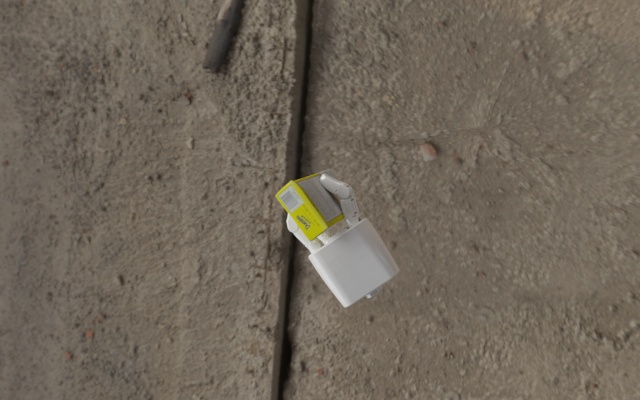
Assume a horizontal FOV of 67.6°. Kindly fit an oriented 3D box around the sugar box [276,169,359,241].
[{"bbox_3d":[0.000,0.003,0.805,0.048,0.093,0.176,-38,-6,19],"label":"sugar box"}]
